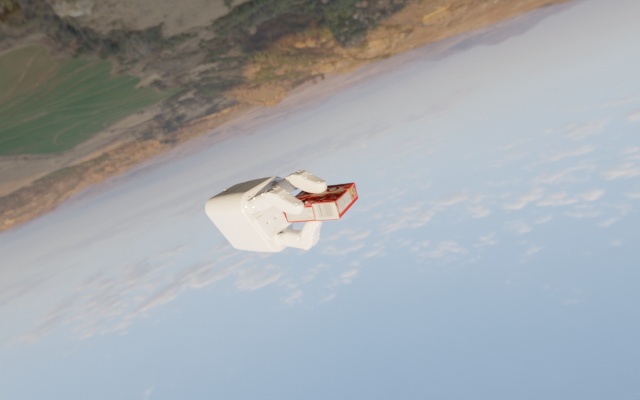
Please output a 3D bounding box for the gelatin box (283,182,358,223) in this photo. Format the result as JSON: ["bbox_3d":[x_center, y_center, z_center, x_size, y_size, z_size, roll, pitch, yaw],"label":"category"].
[{"bbox_3d":[0.001,0.003,0.691,0.089,0.030,0.073,-5,20,30],"label":"gelatin box"}]
